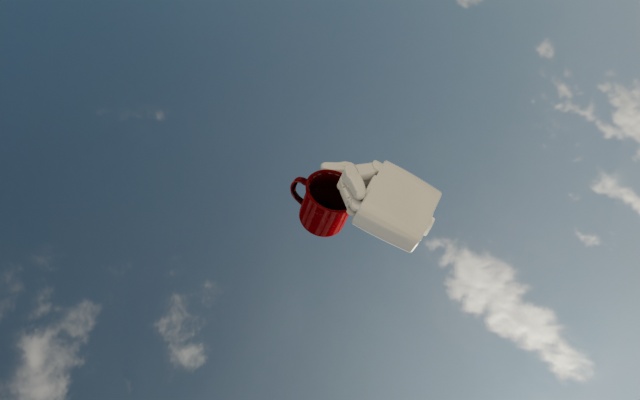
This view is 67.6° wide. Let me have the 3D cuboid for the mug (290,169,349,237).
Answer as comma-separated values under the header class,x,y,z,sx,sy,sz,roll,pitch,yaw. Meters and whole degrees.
class,x,y,z,sx,sy,sz,roll,pitch,yaw
mug,-0.001,0.002,0.811,0.117,0.093,0.082,28,-42,5
